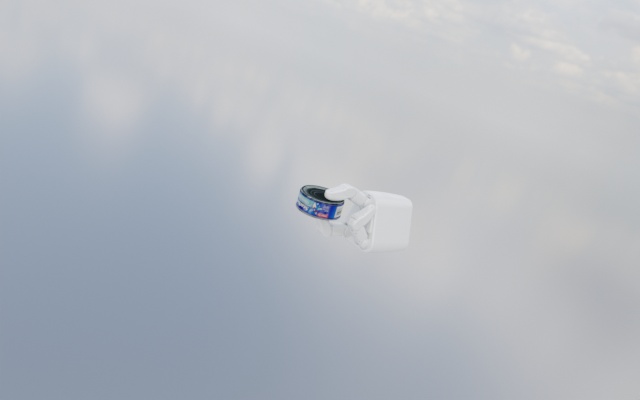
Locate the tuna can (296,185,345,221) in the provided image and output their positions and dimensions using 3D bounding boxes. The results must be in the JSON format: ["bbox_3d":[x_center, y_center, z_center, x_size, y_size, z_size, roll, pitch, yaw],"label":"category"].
[{"bbox_3d":[0.000,0.002,0.873,0.086,0.034,0.086,14,20,-5],"label":"tuna can"}]
